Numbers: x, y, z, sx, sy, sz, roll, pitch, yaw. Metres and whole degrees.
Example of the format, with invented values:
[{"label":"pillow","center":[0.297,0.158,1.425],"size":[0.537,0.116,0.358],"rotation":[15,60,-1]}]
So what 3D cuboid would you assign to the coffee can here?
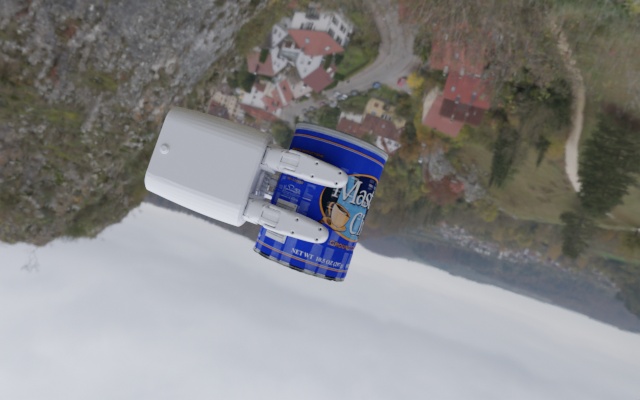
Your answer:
[{"label":"coffee can","center":[0.000,0.002,0.505],"size":[0.103,0.140,0.103],"rotation":[19,-1,0]}]
